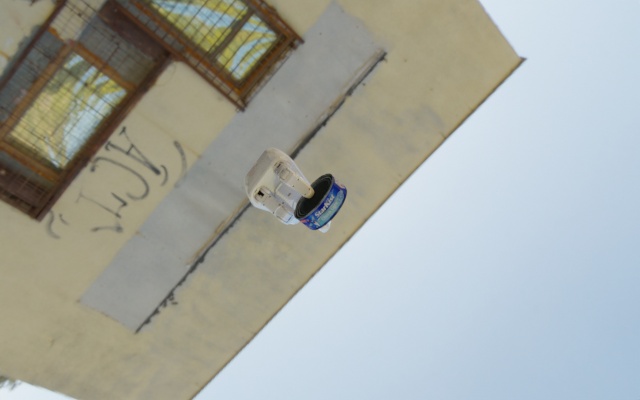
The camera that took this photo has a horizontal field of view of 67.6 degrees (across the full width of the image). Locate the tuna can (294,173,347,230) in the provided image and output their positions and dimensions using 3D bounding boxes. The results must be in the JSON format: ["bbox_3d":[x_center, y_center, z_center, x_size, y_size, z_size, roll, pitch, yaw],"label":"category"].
[{"bbox_3d":[0.001,0.003,0.725,0.034,0.086,0.086,39,-16,-20],"label":"tuna can"}]
